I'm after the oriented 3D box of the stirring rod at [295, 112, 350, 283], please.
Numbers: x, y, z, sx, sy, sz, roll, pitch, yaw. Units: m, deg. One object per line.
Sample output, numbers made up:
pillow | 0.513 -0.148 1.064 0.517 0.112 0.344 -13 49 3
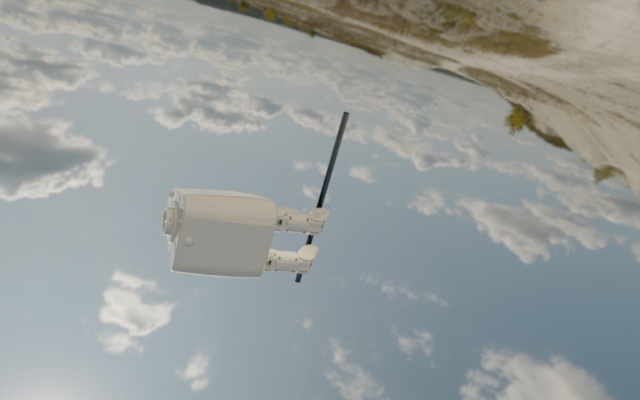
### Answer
stirring rod | 0.000 0.002 0.622 0.011 0.239 0.011 15 18 -5
